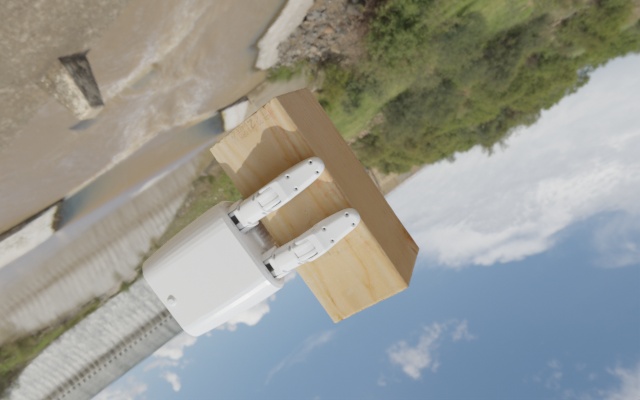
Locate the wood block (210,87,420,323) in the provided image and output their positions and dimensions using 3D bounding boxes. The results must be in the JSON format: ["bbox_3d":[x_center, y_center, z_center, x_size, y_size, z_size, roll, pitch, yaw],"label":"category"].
[{"bbox_3d":[0.000,0.002,0.476,0.090,0.206,0.090,-33,6,25],"label":"wood block"}]
